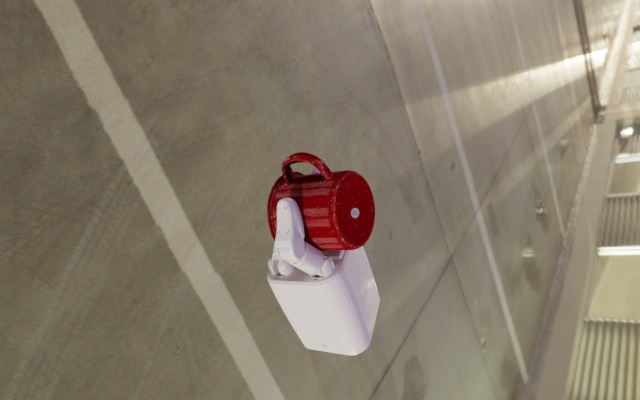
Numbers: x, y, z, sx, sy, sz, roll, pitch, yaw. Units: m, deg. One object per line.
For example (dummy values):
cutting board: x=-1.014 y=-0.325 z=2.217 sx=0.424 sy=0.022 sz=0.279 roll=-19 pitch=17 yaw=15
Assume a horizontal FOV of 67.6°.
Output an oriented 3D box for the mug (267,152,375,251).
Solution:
mug: x=0.000 y=0.000 z=0.500 sx=0.081 sy=0.117 sz=0.093 roll=-4 pitch=29 yaw=37
